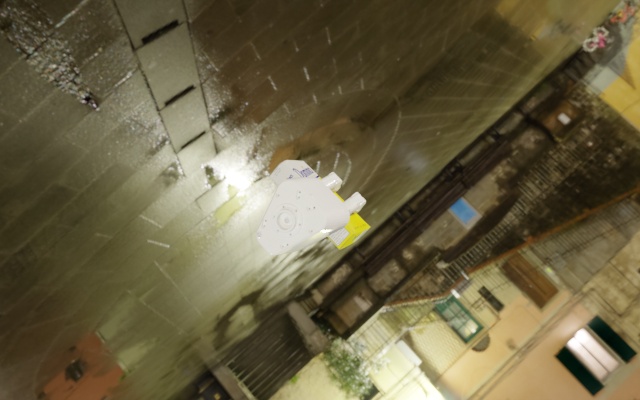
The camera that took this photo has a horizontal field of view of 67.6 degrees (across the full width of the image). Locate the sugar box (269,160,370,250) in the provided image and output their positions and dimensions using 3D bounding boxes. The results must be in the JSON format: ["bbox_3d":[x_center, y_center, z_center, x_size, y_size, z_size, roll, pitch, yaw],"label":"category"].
[{"bbox_3d":[0.001,0.002,0.825,0.048,0.176,0.093,-46,-12,18],"label":"sugar box"}]
